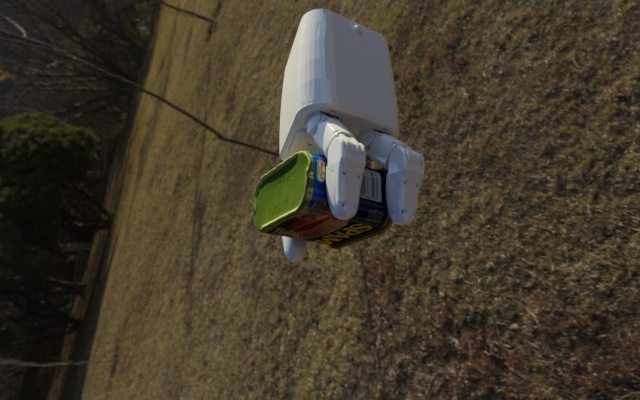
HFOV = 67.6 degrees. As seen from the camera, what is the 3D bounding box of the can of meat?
[{"bbox_3d":[0.000,0.001,0.407,0.084,0.057,0.102,13,-23,-30],"label":"can of meat"}]
